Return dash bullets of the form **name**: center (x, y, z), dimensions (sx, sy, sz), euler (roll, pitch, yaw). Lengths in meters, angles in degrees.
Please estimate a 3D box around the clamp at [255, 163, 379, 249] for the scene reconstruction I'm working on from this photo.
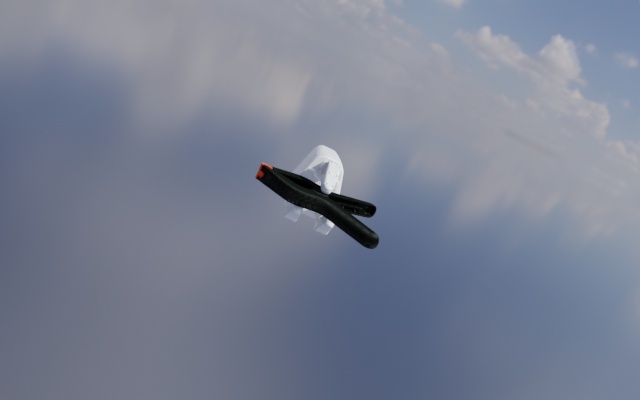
- **clamp**: center (0.000, 0.001, 0.726), dimensions (0.210, 0.036, 0.164), euler (24, 15, -9)
